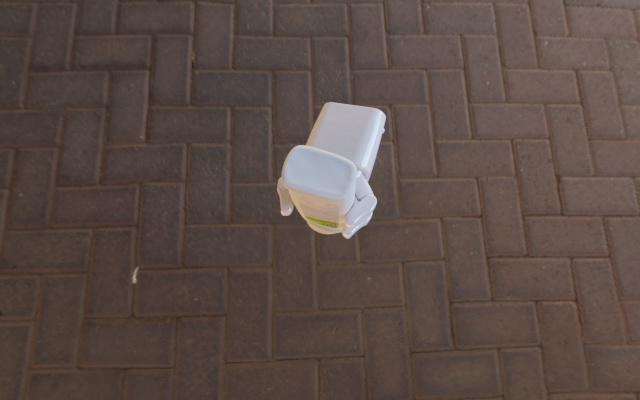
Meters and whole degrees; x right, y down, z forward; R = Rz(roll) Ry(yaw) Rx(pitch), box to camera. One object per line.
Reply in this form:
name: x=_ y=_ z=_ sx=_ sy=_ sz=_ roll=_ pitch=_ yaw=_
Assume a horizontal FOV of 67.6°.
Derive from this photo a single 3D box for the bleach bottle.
bleach bottle: x=0.000 y=0.003 z=0.751 sx=0.102 sy=0.068 sz=0.251 roll=17 pitch=-18 yaw=6
